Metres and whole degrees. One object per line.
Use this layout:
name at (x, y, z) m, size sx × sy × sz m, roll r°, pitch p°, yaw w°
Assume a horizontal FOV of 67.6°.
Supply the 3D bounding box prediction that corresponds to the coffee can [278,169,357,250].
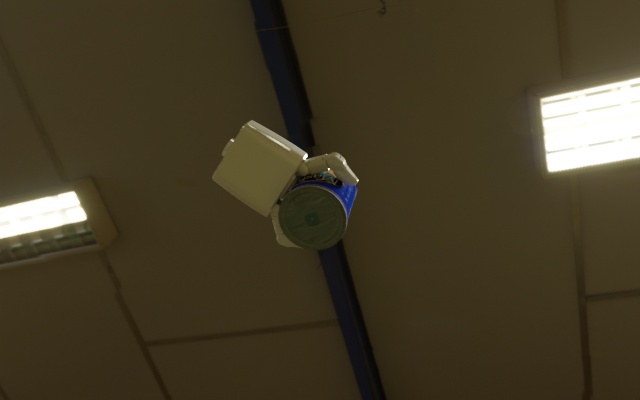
coffee can at (0.000, 0.003, 0.761) m, size 0.103 × 0.103 × 0.140 m, roll 0°, pitch 21°, yaw 11°
